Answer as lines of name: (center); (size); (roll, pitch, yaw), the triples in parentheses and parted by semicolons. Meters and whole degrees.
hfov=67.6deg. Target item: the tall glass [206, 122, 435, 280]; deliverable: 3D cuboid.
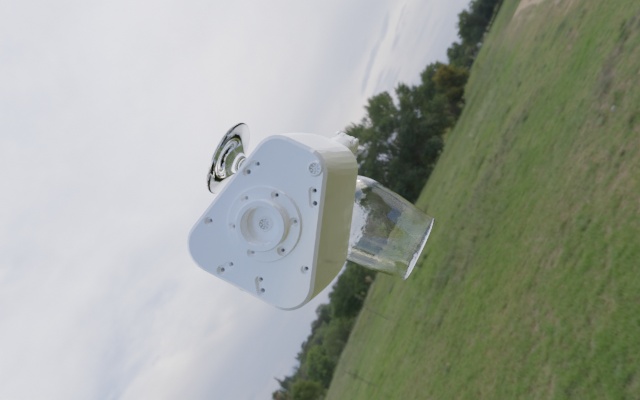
tall glass: (0.000, 0.001, 0.442); (0.201, 0.079, 0.079); (25, 4, 9)
